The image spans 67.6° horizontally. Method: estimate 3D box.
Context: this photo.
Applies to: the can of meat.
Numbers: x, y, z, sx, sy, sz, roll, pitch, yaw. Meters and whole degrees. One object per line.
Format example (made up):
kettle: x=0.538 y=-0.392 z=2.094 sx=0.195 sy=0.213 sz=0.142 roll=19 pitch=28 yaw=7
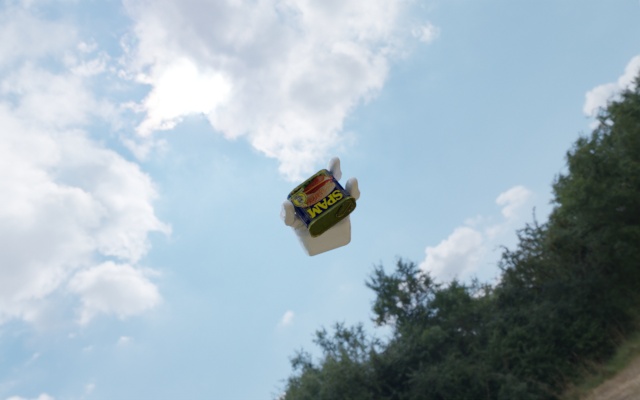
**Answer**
can of meat: x=0.000 y=0.003 z=0.870 sx=0.102 sy=0.084 sz=0.057 roll=-35 pitch=-29 yaw=-8
